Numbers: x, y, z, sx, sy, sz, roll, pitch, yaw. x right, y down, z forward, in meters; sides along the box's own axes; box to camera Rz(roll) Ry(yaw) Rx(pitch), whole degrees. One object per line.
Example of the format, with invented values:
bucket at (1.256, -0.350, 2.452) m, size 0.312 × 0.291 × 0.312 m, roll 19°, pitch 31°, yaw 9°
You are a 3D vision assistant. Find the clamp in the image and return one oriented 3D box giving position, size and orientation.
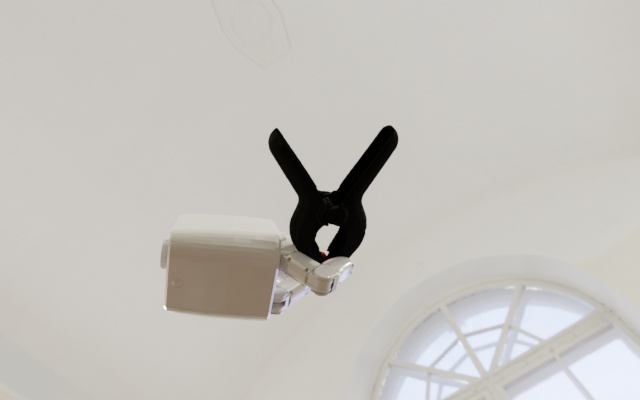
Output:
clamp at (0.000, 0.001, 0.467) m, size 0.120 × 0.171 × 0.039 m, roll 7°, pitch 26°, yaw -11°
